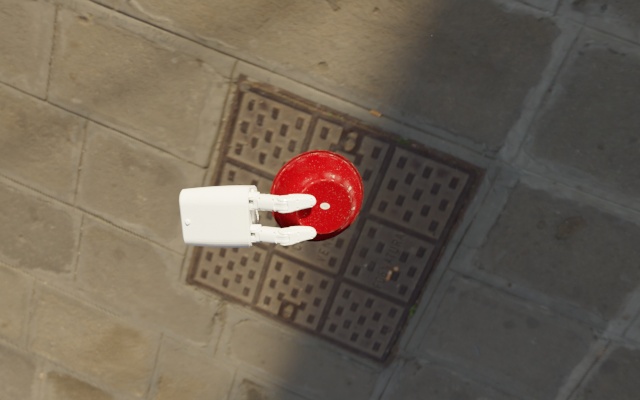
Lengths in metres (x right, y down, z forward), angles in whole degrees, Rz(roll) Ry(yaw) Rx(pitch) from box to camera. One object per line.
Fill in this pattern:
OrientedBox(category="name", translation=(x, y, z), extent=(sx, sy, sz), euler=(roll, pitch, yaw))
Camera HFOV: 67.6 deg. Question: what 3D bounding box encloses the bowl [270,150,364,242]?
OrientedBox(category="bowl", translation=(0.001, 0.002, 0.779), extent=(0.162, 0.162, 0.055), euler=(0, 19, -13))
